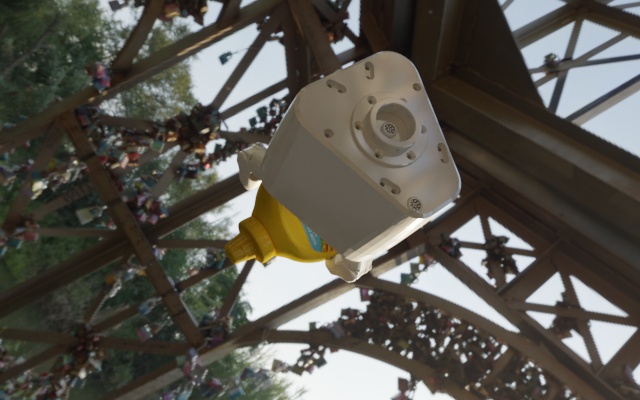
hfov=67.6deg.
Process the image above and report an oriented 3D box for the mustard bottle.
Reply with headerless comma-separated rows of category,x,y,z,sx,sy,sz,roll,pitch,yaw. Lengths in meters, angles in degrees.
mustard bottle,0.000,0.001,0.434,0.191,0.096,0.058,-31,16,-24
